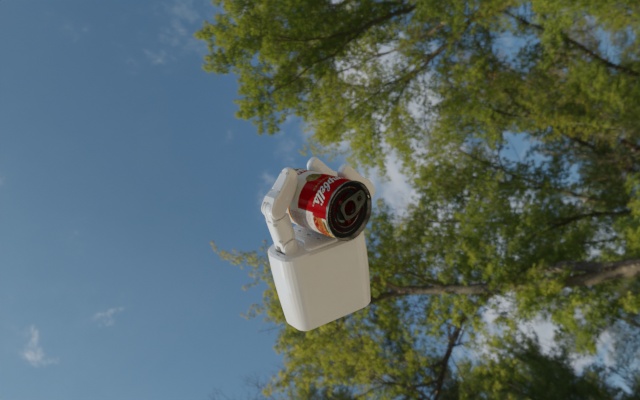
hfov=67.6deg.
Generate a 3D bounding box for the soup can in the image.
[{"bbox_3d":[0.000,0.001,0.556,0.068,0.068,0.102,0,11,-42],"label":"soup can"}]
